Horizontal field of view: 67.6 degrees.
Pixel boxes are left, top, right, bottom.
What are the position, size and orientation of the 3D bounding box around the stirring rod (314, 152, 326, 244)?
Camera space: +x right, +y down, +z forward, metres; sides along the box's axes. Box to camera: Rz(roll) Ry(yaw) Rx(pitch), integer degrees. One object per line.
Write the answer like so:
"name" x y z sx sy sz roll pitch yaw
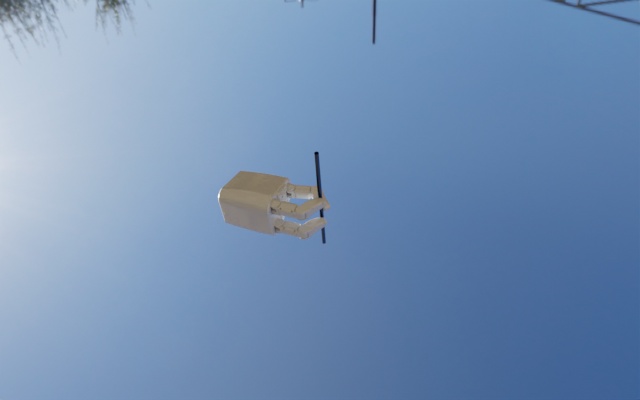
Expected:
"stirring rod" 0.000 0.003 0.887 0.011 0.011 0.240 0 -43 4
